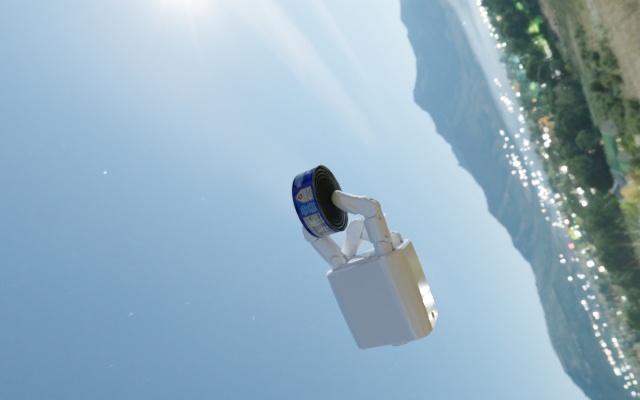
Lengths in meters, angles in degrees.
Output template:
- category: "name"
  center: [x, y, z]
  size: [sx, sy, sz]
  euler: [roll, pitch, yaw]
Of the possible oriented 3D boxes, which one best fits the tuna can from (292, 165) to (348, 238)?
- category: "tuna can"
  center: [0.000, 0.002, 0.588]
  size: [0.034, 0.086, 0.086]
  euler: [-20, -8, 23]
